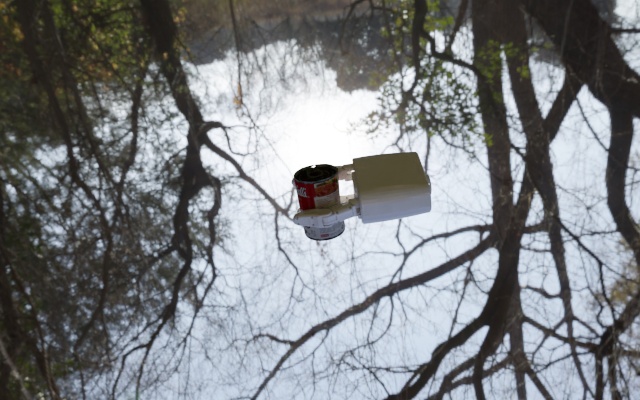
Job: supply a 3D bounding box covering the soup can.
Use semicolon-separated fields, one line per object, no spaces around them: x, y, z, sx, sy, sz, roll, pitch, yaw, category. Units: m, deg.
0.000;0.003;0.736;0.068;0.102;0.068;-7;26;4;soup can
